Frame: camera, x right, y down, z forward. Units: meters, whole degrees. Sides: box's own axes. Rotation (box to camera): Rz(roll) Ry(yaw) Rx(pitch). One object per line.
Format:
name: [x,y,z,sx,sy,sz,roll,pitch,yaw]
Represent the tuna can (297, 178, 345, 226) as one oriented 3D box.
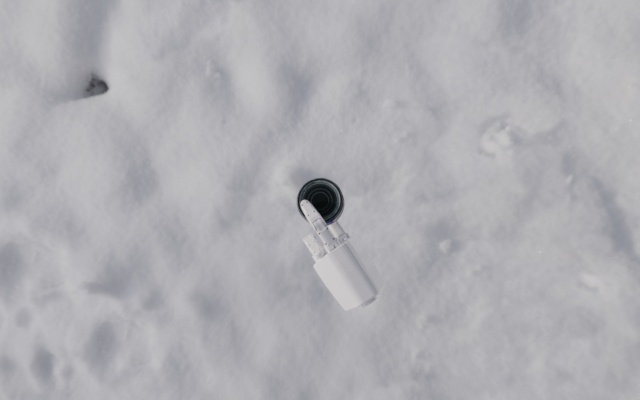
tuna can: [0.000,0.003,0.864,0.086,0.086,0.034,0,-9,5]
